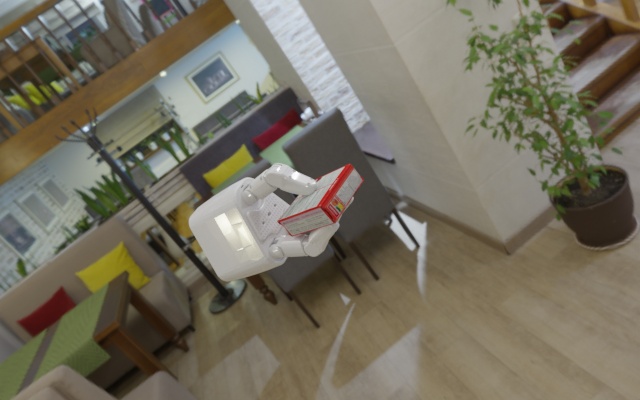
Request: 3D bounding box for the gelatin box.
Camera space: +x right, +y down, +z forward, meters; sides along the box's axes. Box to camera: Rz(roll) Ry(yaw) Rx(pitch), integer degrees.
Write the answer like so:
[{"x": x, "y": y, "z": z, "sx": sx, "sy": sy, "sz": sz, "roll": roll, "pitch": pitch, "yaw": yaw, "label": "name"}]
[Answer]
[{"x": 0.000, "y": 0.001, "z": 0.557, "sx": 0.089, "sy": 0.030, "sz": 0.073, "roll": -22, "pitch": 25, "yaw": 50, "label": "gelatin box"}]
